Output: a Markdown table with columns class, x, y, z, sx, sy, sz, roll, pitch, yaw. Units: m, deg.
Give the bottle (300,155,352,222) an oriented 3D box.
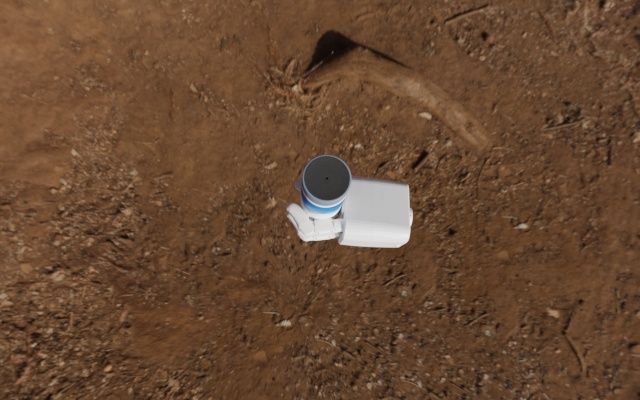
| class | x | y | z | sx | sy | sz | roll | pitch | yaw |
| --- | --- | --- | --- | --- | --- | --- | --- | --- | --- |
| bottle | 0.000 | 0.002 | 0.780 | 0.069 | 0.069 | 0.296 | 0 | -13 | -3 |
